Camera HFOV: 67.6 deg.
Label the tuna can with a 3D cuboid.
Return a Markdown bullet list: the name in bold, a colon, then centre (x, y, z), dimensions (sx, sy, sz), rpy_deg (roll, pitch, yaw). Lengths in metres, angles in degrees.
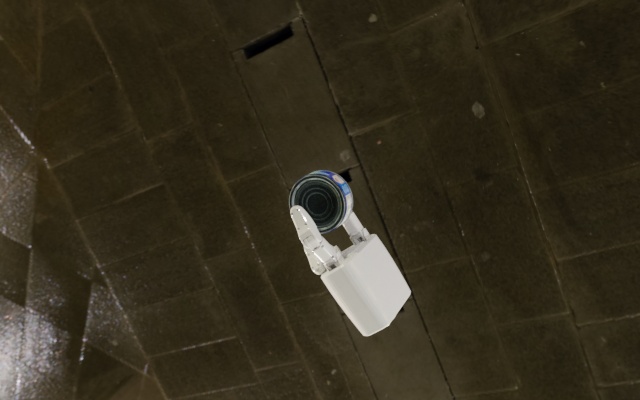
- **tuna can**: centre (0.000, 0.002, 0.664), dimensions (0.086, 0.086, 0.033), rpy_deg (0, 12, 21)
